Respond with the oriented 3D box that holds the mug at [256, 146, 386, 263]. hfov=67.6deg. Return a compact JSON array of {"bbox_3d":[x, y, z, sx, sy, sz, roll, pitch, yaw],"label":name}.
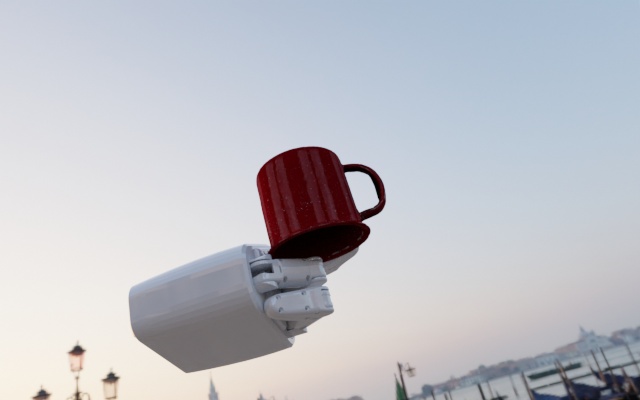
[{"bbox_3d":[0.001,0.001,0.428,0.117,0.081,0.093,-19,-25,5],"label":"mug"}]
